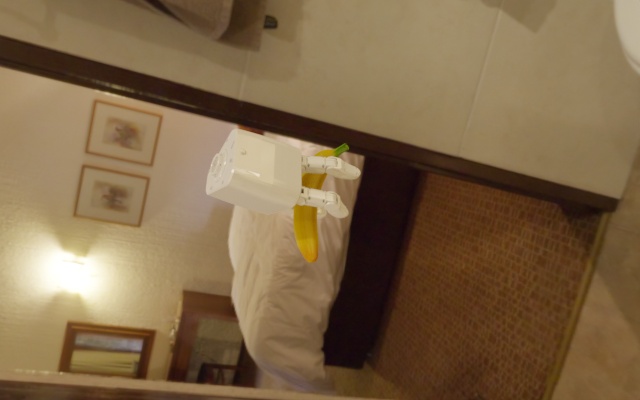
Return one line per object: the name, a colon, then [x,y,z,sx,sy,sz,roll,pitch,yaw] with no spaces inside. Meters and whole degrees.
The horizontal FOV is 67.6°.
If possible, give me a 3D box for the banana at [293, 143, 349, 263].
banana: [-0.012,-0.001,0.756,0.037,0.197,0.069,25,-16,-39]
